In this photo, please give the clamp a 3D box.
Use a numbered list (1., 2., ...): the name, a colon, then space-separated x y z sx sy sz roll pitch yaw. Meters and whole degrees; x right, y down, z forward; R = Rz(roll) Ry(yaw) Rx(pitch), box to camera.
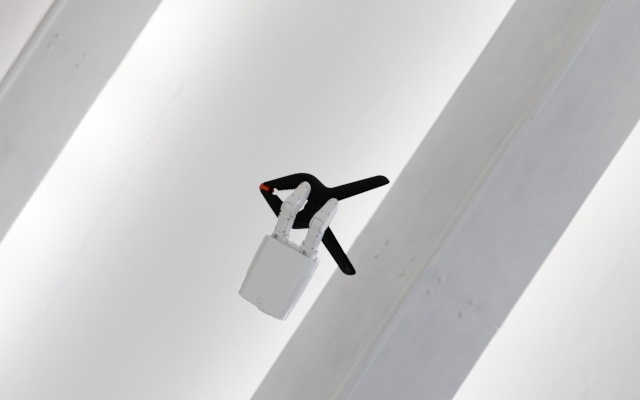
1. clamp: 0.000 0.003 0.773 0.210 0.164 0.036 27 -2 19
